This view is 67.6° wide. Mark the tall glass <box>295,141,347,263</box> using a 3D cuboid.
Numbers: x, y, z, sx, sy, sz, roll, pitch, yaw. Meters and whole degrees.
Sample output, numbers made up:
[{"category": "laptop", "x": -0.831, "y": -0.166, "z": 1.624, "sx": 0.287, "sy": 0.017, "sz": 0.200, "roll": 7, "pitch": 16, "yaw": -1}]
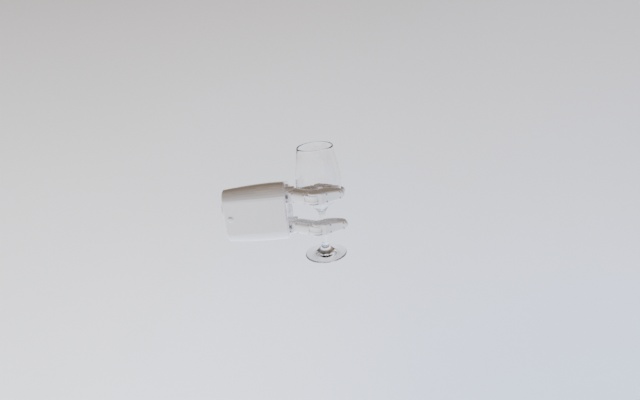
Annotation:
[{"category": "tall glass", "x": 0.000, "y": 0.003, "z": 0.825, "sx": 0.079, "sy": 0.201, "sz": 0.079, "roll": -5, "pitch": 21, "yaw": 2}]
